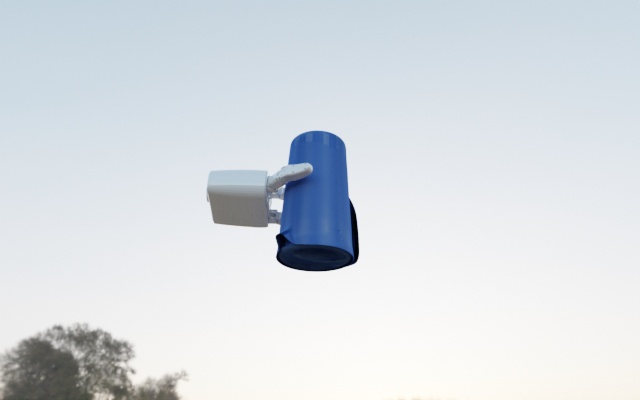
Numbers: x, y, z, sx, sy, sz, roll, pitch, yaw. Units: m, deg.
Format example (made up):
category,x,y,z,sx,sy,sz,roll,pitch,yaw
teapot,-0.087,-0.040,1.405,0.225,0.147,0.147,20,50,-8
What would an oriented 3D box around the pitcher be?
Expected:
category,x,y,z,sx,sy,sz,roll,pitch,yaw
pitcher,0.000,0.003,0.869,0.145,0.242,0.149,1,-28,2
